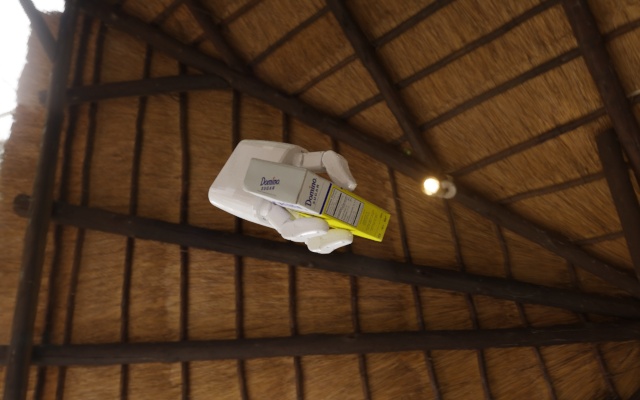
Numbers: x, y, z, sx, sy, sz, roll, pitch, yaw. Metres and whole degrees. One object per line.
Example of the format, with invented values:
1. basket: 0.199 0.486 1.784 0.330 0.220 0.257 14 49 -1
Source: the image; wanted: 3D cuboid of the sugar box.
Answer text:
1. sugar box: 0.000 0.002 0.576 0.093 0.048 0.176 14 -4 41
